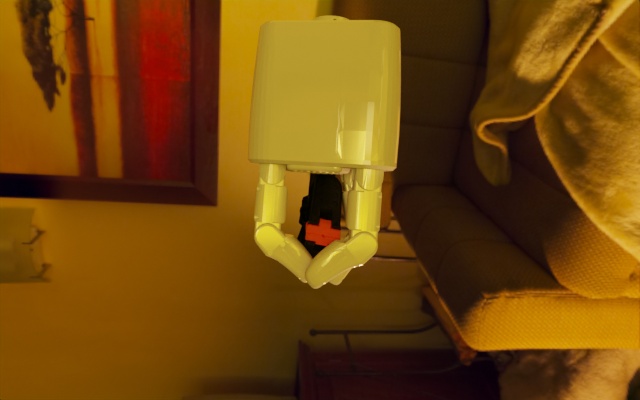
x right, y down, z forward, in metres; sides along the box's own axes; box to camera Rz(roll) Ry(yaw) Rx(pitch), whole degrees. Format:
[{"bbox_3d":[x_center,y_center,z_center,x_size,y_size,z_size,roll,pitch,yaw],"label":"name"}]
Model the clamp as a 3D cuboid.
[{"bbox_3d":[-0.001,0.002,0.448,0.039,0.120,0.171,4,2,-7],"label":"clamp"}]
